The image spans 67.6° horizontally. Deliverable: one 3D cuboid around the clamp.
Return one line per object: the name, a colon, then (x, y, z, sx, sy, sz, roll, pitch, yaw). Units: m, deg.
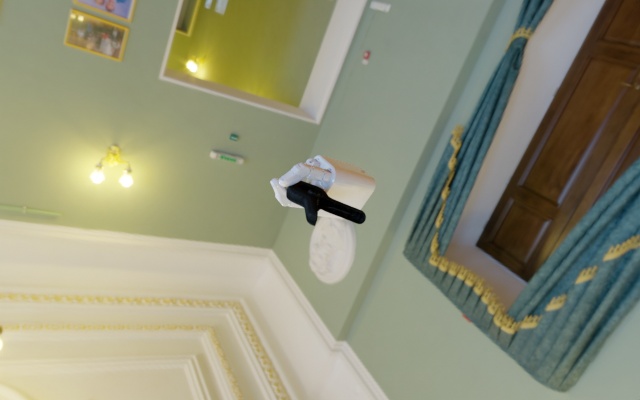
clamp: (0.000, 0.003, 0.860, 0.120, 0.039, 0.171, 10, 21, -32)
